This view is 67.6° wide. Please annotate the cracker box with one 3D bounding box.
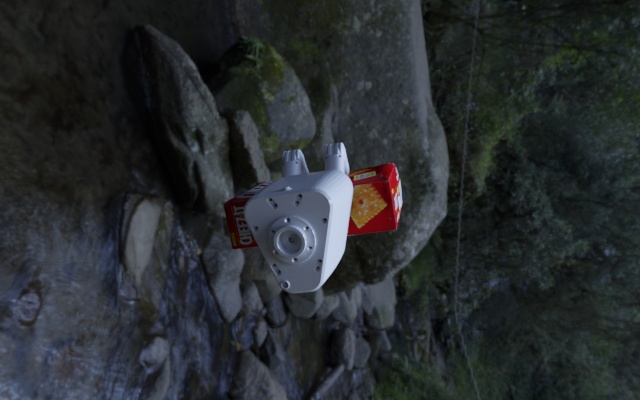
[{"bbox_3d":[0.000,0.002,0.657,0.214,0.072,0.164,-7,9,14],"label":"cracker box"}]
